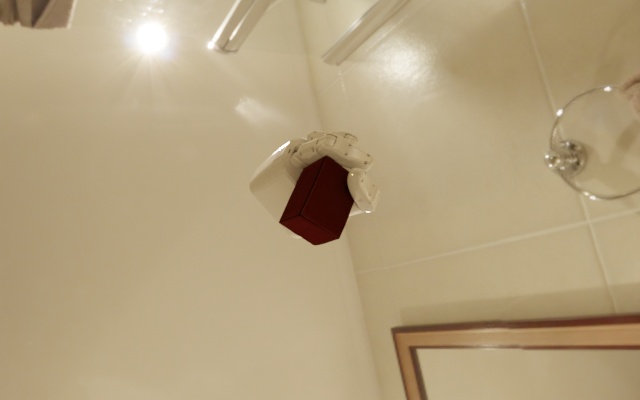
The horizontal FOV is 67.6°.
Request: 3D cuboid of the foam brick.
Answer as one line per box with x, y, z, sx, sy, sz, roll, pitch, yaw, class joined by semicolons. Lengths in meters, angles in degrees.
0.000;0.002;0.518;0.053;0.078;0.051;35;-29;-20;foam brick
